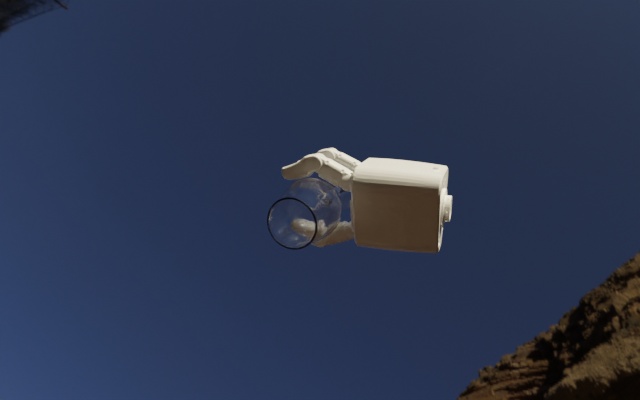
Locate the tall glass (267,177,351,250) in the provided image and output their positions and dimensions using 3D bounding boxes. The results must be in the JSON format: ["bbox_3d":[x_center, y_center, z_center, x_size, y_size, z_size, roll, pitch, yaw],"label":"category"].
[{"bbox_3d":[0.000,0.002,0.629,0.079,0.079,0.201,0,14,20],"label":"tall glass"}]
